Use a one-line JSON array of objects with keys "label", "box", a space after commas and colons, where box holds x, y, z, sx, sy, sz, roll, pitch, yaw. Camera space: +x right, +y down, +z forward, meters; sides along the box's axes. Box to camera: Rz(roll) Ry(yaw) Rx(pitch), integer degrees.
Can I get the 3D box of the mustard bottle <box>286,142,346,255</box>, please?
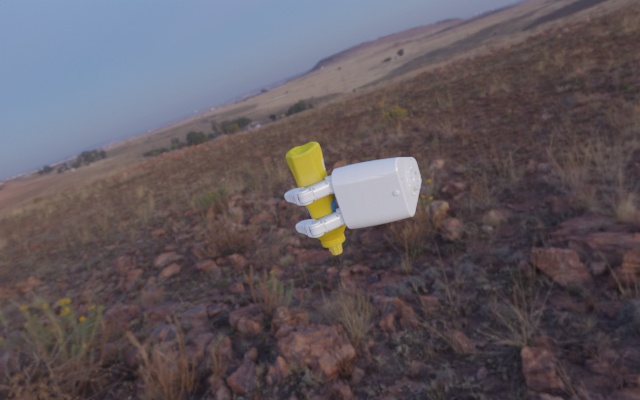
[{"label": "mustard bottle", "box": [0.000, 0.002, 0.794, 0.058, 0.192, 0.096, -18, 15, 4]}]
